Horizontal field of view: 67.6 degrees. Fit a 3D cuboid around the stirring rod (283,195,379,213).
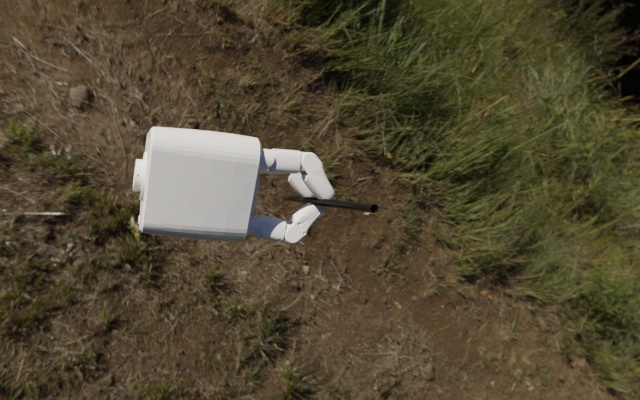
[{"bbox_3d":[0.000,0.002,0.525,0.011,0.011,0.239,0,3,-23],"label":"stirring rod"}]
